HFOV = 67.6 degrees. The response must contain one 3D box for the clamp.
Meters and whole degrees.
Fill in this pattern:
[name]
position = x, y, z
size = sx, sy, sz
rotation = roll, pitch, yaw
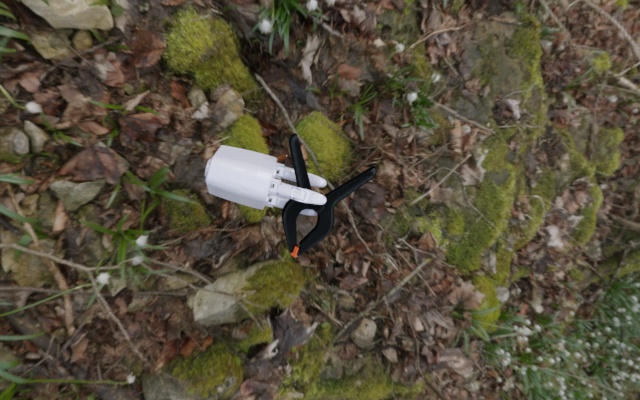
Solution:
[clamp]
position = 0.000, 0.003, 0.846
size = 0.164, 0.210, 0.036
rotation = 15, 4, -7
